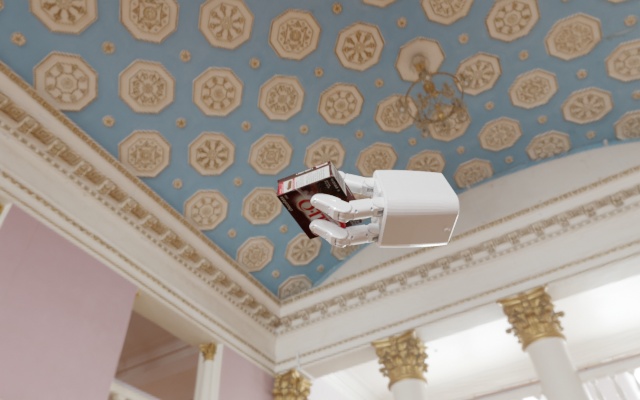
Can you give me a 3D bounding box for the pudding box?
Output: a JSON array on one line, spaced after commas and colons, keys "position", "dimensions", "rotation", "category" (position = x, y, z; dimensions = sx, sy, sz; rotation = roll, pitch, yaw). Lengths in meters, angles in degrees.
[{"position": [0.000, 0.002, 0.705], "dimensions": [0.090, 0.039, 0.114], "rotation": [-20, -48, 16], "category": "pudding box"}]
